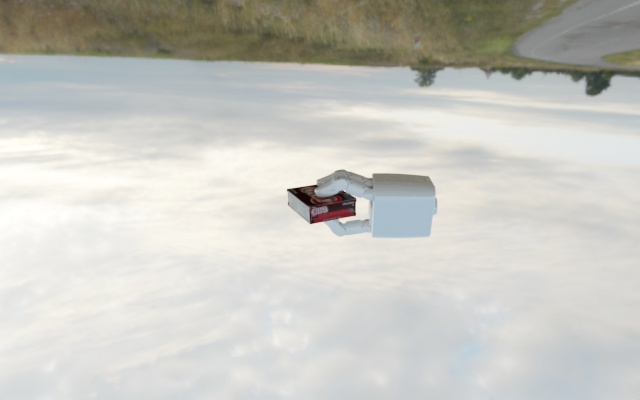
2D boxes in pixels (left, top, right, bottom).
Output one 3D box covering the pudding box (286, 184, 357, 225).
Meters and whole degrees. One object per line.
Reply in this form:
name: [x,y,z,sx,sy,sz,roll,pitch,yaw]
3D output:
pudding box: [0.000,0.003,0.855,0.090,0.039,0.113,-9,18,-23]
